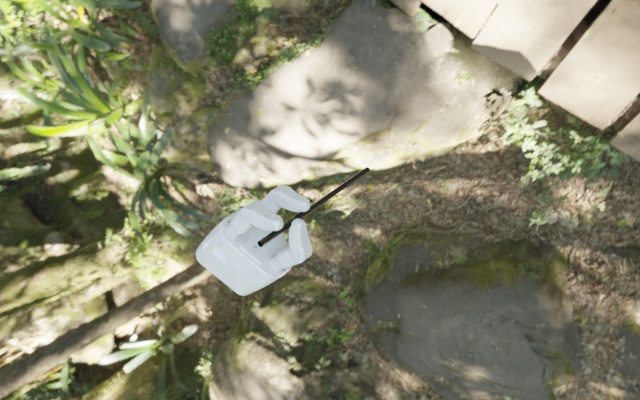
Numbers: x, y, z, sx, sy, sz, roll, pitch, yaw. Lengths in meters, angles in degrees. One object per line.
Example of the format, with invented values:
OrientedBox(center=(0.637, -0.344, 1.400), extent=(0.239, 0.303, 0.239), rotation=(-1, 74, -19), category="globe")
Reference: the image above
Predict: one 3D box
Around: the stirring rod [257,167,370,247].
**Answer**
OrientedBox(center=(0.000, 0.002, 0.649), extent=(0.011, 0.011, 0.239), rotation=(0, 24, 41), category="stirring rod")
